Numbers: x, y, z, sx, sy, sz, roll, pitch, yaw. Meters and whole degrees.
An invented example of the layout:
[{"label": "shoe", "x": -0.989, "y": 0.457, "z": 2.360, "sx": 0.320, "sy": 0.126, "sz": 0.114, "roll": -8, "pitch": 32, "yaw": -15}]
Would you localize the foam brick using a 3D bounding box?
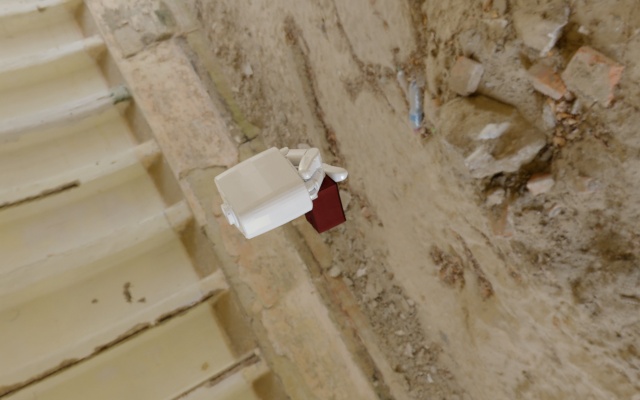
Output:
[{"label": "foam brick", "x": 0.000, "y": 0.003, "z": 0.756, "sx": 0.051, "sy": 0.078, "sz": 0.053, "roll": -27, "pitch": 36, "yaw": -15}]
